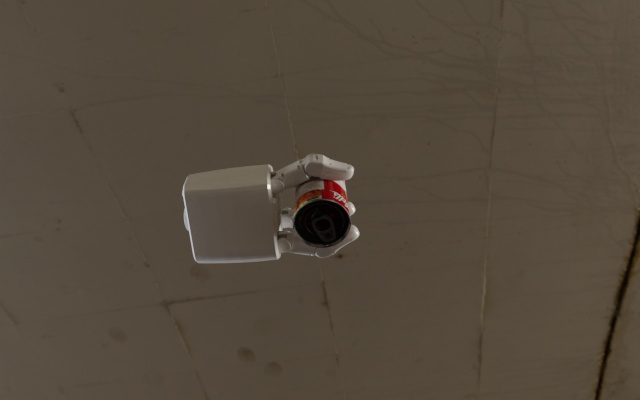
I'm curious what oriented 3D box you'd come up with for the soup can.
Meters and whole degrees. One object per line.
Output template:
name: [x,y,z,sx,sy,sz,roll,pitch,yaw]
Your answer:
soup can: [0.001,0.002,0.594,0.068,0.068,0.102,0,31,-2]
